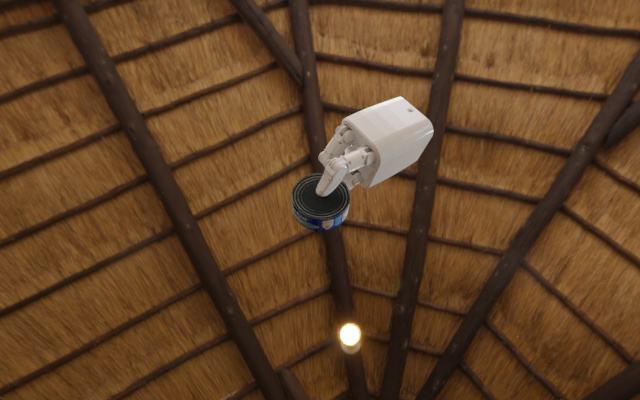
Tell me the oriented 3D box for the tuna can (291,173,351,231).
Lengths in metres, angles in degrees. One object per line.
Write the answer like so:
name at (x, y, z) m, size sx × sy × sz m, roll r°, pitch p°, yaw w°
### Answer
tuna can at (0.000, 0.003, 0.702) m, size 0.086 × 0.086 × 0.034 m, roll 0°, pitch -38°, yaw -3°
